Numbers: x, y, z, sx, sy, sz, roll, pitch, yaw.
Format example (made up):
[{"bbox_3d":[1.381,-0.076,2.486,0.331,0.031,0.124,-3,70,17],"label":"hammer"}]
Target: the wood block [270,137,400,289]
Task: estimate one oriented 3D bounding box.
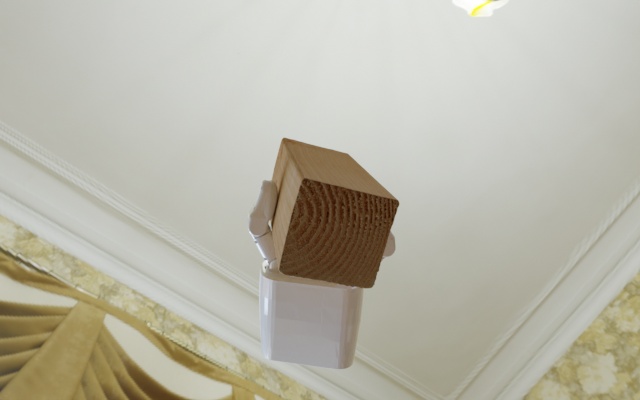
[{"bbox_3d":[0.000,0.002,0.508,0.091,0.090,0.206,12,14,-13],"label":"wood block"}]
